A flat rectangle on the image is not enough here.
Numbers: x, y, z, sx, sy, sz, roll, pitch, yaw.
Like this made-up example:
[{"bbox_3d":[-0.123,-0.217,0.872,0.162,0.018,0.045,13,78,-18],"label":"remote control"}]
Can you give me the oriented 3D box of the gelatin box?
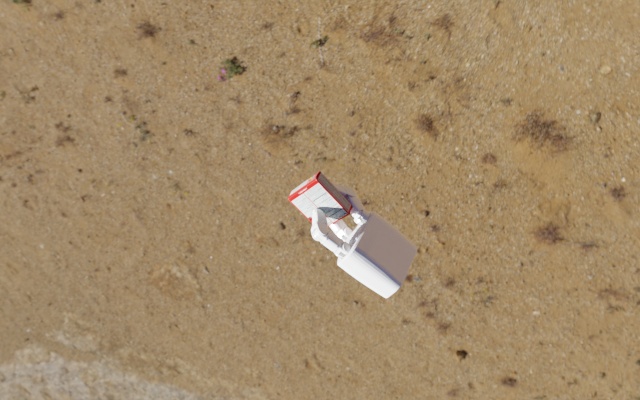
[{"bbox_3d":[0.000,0.003,0.833,0.073,0.089,0.030,-33,21,34],"label":"gelatin box"}]
